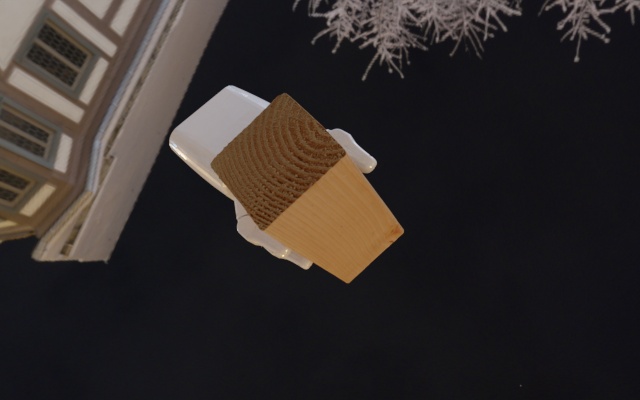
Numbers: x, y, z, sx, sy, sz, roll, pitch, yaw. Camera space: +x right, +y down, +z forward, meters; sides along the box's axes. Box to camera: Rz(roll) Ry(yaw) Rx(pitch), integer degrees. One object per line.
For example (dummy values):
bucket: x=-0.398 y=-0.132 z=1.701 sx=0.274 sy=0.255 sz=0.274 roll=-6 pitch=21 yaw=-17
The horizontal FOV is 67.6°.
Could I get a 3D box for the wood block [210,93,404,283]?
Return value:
wood block: x=0.000 y=0.001 z=0.468 sx=0.090 sy=0.091 sz=0.206 roll=47 pitch=2 yaw=30
